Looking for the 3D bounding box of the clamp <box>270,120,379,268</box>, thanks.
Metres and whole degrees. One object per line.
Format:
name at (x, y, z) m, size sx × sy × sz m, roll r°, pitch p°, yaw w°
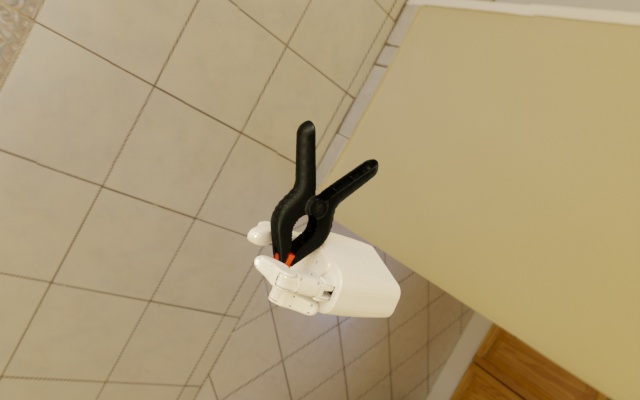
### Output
clamp at (0.000, 0.002, 0.571) m, size 0.120 × 0.171 × 0.039 m, roll 17°, pitch 11°, yaw -27°
